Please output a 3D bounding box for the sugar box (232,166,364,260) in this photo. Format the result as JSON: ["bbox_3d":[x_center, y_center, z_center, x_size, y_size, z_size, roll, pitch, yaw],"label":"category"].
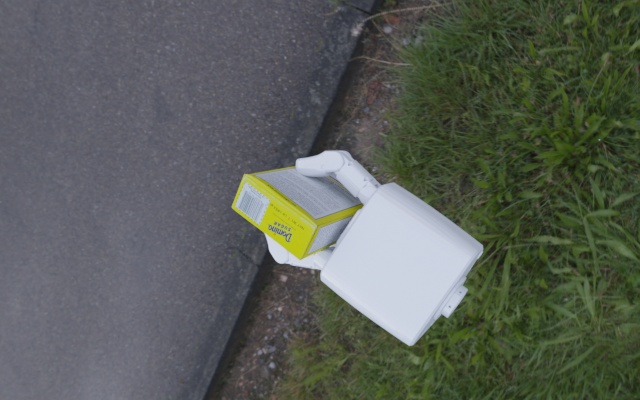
[{"bbox_3d":[0.000,0.002,0.508,0.093,0.048,0.176,36,22,22],"label":"sugar box"}]
